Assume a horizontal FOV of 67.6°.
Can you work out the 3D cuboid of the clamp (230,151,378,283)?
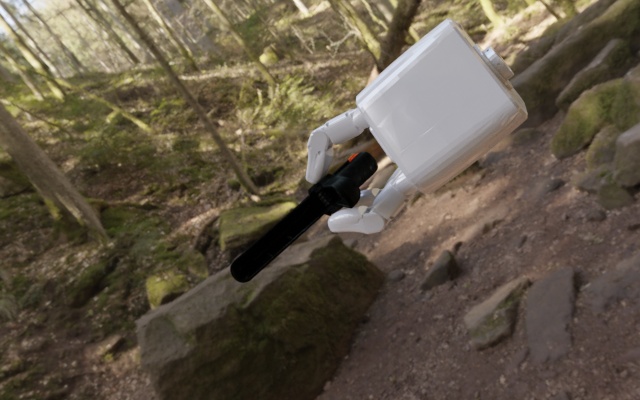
[{"bbox_3d":[0.000,0.001,0.493,0.164,0.036,0.210,-37,4,28],"label":"clamp"}]
